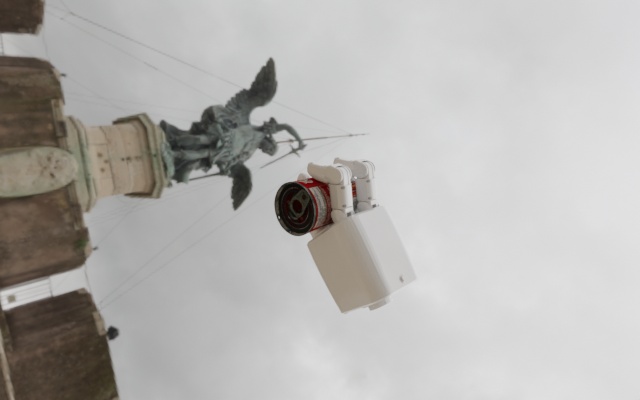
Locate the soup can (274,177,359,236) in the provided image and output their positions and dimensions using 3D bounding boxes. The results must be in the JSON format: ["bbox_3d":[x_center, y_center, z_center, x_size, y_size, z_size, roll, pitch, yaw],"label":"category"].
[{"bbox_3d":[0.000,0.002,0.619,0.068,0.068,0.102,0,10,41],"label":"soup can"}]
